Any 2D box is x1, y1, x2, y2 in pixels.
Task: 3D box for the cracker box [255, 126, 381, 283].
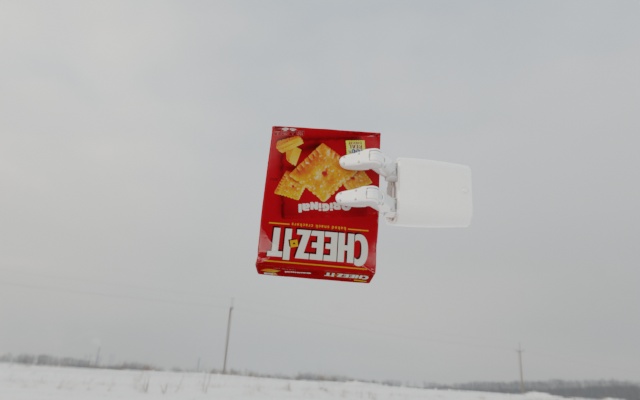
[{"bbox_3d":[0.000,0.002,0.690,0.164,0.213,0.072,5,-20,0],"label":"cracker box"}]
